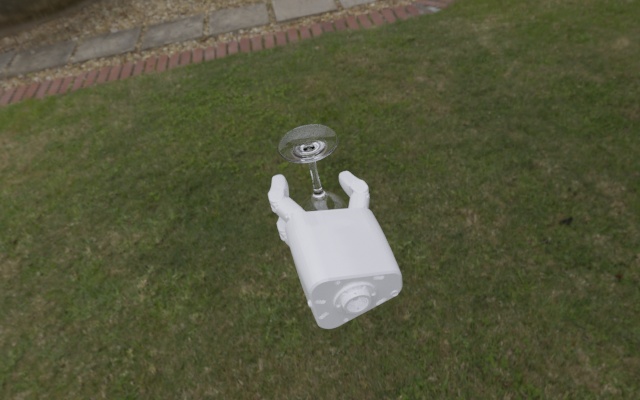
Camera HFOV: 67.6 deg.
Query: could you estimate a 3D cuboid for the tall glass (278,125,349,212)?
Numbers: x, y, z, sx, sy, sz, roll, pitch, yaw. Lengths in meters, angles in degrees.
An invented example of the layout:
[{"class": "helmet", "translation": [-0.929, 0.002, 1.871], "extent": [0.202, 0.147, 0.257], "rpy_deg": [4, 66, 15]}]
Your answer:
[{"class": "tall glass", "translation": [0.000, 0.001, 0.642], "extent": [0.079, 0.201, 0.079], "rpy_deg": [-7, 43, 6]}]
